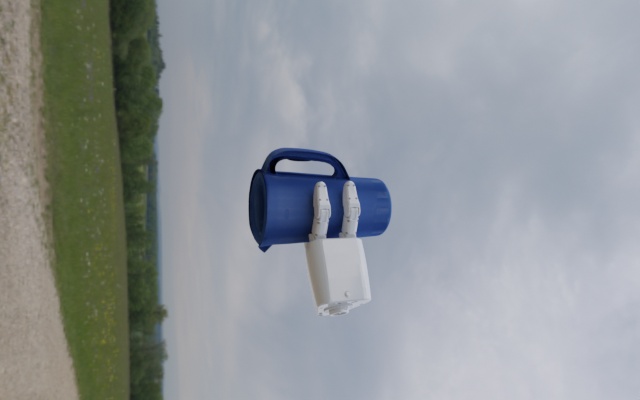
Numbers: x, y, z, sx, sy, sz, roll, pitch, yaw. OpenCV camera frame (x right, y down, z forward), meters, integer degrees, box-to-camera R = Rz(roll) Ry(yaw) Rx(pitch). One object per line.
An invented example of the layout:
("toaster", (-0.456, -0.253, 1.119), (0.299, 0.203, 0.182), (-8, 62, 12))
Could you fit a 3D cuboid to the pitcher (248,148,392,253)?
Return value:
("pitcher", (0.000, 0.003, 0.846), (0.243, 0.145, 0.149), (0, -25, -21))
